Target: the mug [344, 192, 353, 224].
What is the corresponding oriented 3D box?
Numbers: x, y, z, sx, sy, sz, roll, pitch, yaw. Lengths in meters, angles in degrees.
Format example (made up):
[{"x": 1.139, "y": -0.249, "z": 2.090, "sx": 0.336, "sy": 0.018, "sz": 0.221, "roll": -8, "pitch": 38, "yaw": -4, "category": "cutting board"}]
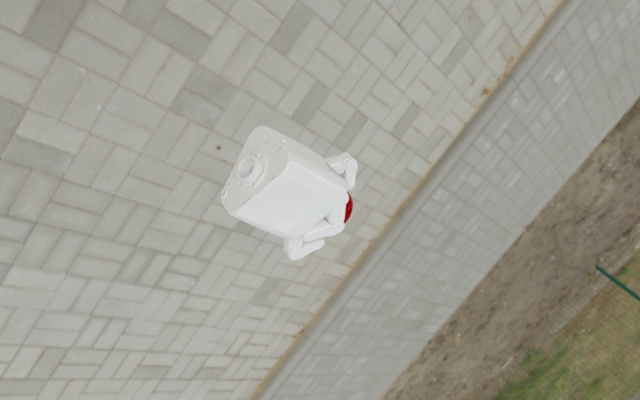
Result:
[{"x": 0.001, "y": 0.003, "z": 0.687, "sx": 0.117, "sy": 0.093, "sz": 0.081, "roll": 25, "pitch": 18, "yaw": -46, "category": "mug"}]
